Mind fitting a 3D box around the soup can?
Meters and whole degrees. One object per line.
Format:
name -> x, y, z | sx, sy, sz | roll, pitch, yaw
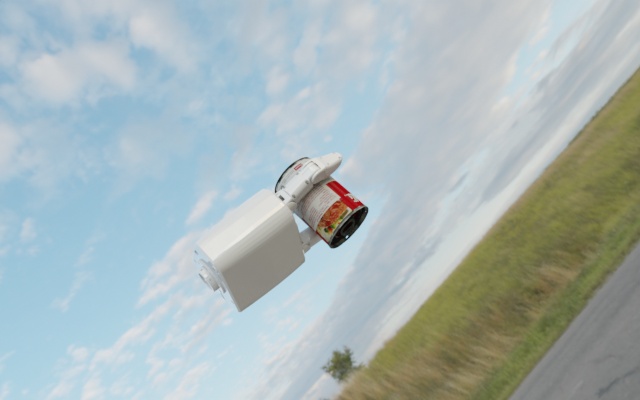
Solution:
soup can -> 0.000, 0.001, 0.596 | 0.102, 0.068, 0.068 | 42, 17, 20
